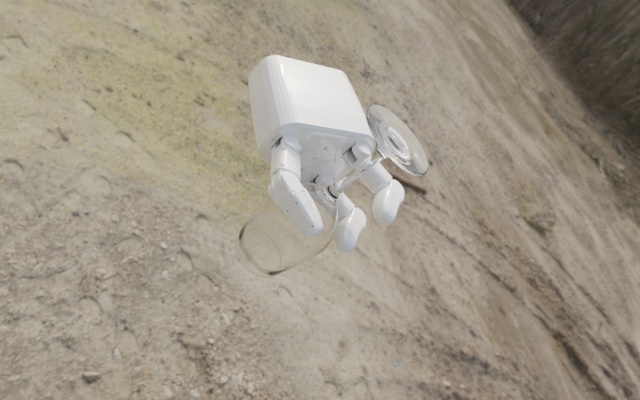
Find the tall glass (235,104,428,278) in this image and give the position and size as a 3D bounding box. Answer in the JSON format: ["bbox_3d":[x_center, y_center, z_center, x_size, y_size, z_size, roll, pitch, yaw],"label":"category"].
[{"bbox_3d":[0.001,0.001,0.452,0.201,0.079,0.079,-39,-24,32],"label":"tall glass"}]
